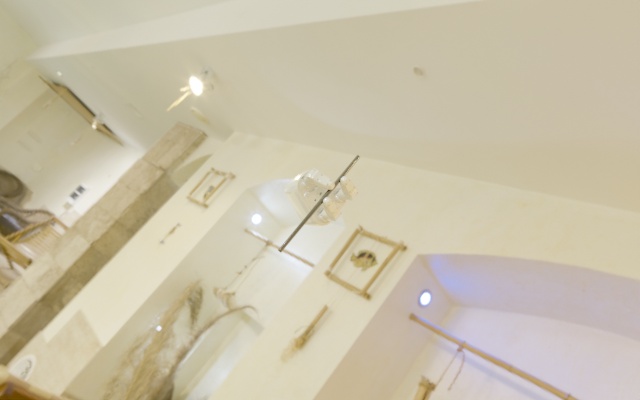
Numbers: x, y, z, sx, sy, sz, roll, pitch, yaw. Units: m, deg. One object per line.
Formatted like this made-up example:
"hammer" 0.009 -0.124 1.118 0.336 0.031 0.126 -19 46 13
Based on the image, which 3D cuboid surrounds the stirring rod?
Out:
"stirring rod" 0.000 0.003 0.891 0.011 0.239 0.011 36 -17 13
